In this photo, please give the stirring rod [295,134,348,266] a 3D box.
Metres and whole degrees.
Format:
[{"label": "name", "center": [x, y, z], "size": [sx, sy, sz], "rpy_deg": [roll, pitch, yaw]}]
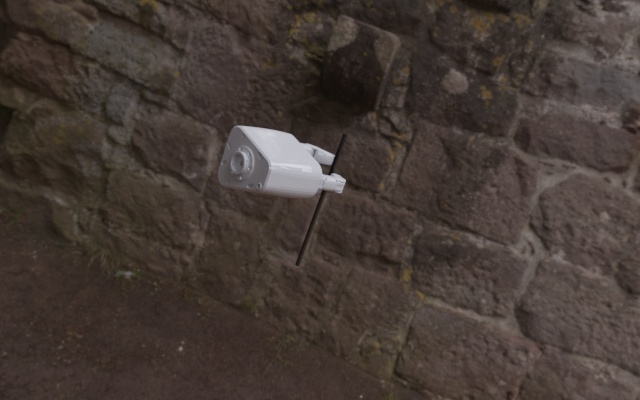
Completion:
[{"label": "stirring rod", "center": [0.000, 0.003, 0.803], "size": [0.011, 0.239, 0.011], "rpy_deg": [19, 13, -5]}]
